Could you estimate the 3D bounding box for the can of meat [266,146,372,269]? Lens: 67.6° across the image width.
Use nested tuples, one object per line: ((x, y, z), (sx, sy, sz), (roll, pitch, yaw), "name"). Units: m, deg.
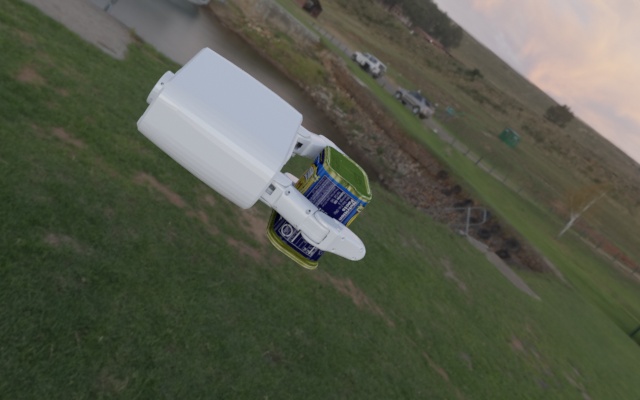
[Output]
((0.000, 0.001, 0.446), (0.057, 0.084, 0.102), (37, 16, -11), "can of meat")
